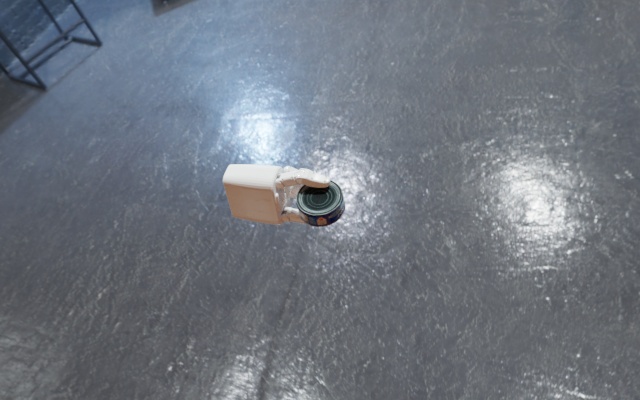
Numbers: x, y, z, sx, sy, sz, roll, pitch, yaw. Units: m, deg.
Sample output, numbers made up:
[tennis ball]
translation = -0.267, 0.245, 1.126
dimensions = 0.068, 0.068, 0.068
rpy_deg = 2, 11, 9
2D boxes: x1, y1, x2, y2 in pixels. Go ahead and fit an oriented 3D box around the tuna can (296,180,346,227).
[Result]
[tuna can]
translation = 0.000, 0.002, 0.846
dimensions = 0.086, 0.086, 0.034
rpy_deg = 0, -38, 10
